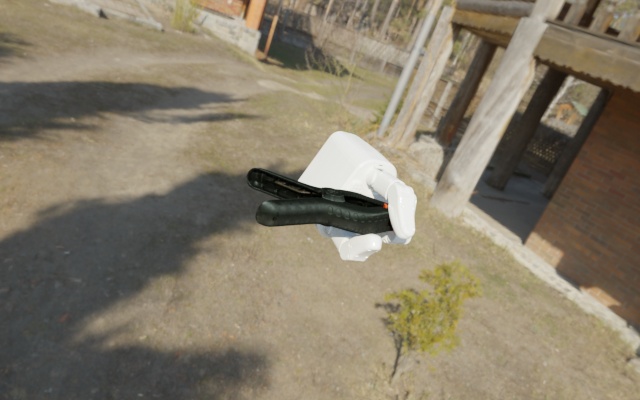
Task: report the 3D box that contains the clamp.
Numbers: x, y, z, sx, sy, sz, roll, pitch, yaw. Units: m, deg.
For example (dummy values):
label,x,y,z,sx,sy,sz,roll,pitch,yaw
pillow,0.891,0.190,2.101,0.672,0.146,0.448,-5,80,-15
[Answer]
label,x,y,z,sx,sy,sz,roll,pitch,yaw
clamp,0.000,0.001,0.512,0.171,0.039,0.120,10,25,-27
